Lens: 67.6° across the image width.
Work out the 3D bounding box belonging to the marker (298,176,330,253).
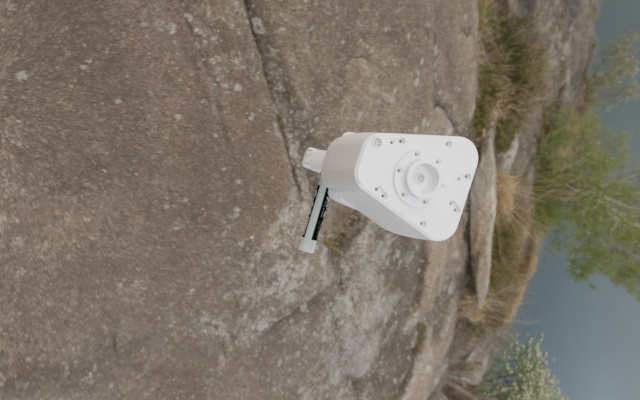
[{"bbox_3d":[0.000,0.002,0.563,0.020,0.121,0.020,17,0,0],"label":"marker"}]
